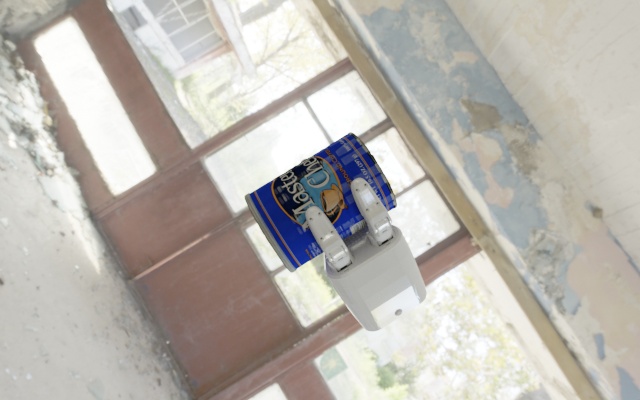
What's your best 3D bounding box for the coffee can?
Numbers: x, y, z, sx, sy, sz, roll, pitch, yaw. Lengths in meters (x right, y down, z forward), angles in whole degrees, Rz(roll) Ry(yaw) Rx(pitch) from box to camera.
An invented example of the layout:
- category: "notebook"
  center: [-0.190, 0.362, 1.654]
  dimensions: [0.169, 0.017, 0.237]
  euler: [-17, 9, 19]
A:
- category: "coffee can"
  center: [0.000, 0.002, 0.542]
  dimensions: [0.140, 0.103, 0.103]
  euler: [-32, 2, -3]
